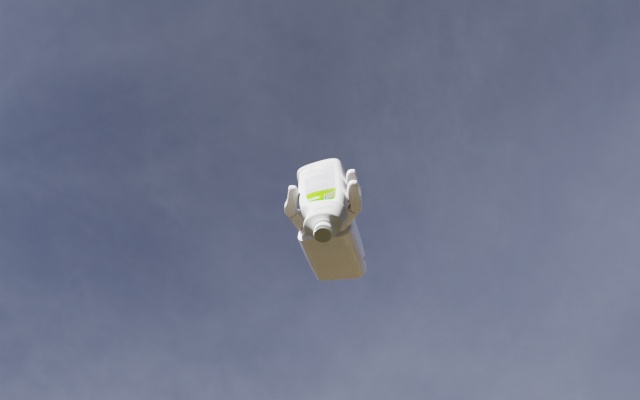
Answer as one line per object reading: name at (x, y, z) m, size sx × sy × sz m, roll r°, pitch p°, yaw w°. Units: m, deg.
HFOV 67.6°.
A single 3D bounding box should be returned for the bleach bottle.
bleach bottle at (0.000, 0.003, 0.873) m, size 0.102 × 0.068 × 0.250 m, roll -17°, pitch 24°, yaw 11°
